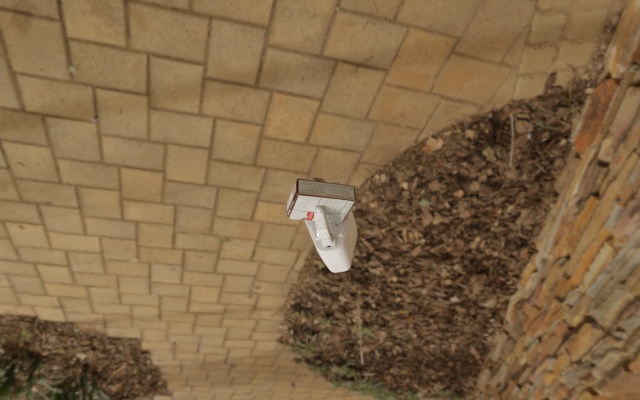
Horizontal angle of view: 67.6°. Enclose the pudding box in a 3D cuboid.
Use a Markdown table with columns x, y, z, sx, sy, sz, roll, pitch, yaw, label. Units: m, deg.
| x | y | z | sx | sy | sz | roll | pitch | yaw | label |
| --- | --- | --- | --- | --- | --- | --- | --- | --- | --- |
| 0.000 | 0.003 | 0.895 | 0.113 | 0.039 | 0.090 | 5 | -33 | -15 | pudding box |
